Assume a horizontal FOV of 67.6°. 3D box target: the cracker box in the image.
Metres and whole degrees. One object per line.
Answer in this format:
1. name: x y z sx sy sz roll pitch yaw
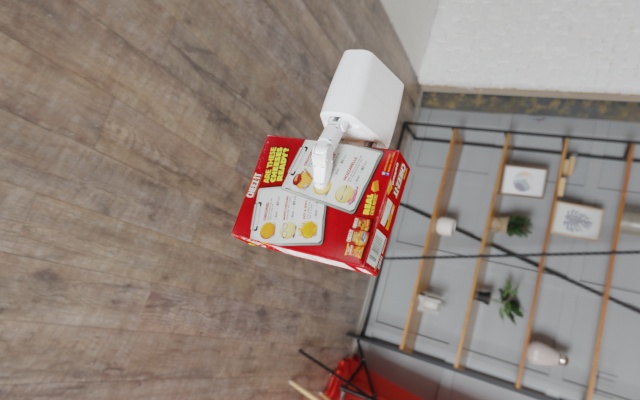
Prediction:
1. cracker box: 0.000 0.002 0.677 0.213 0.164 0.072 10 -17 29
